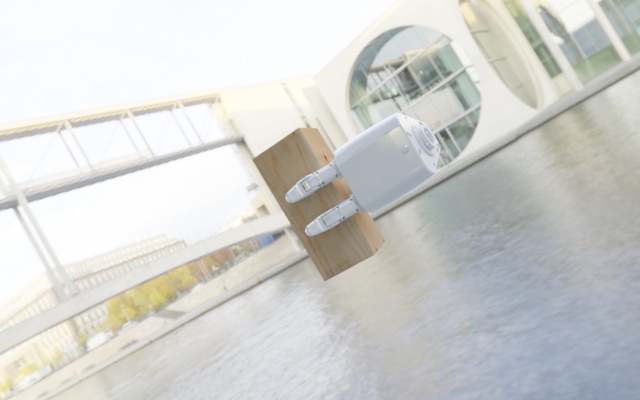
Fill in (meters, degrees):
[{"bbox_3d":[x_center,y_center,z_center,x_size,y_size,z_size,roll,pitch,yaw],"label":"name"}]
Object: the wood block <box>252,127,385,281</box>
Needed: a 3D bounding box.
[{"bbox_3d":[0.000,0.002,0.716,0.090,0.206,0.091,-31,-3,19],"label":"wood block"}]
